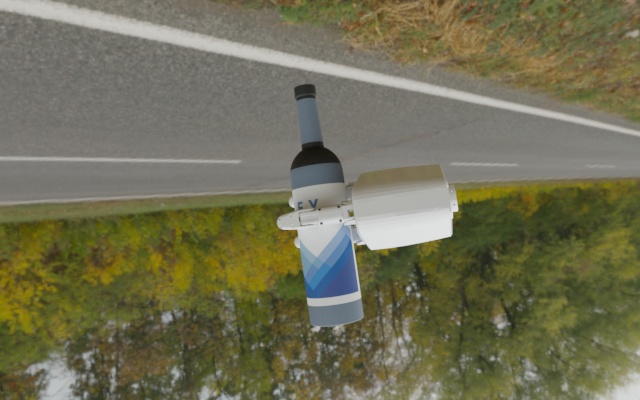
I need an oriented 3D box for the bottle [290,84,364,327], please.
[{"bbox_3d":[0.000,0.002,0.596,0.069,0.295,0.069,-8,-3,0],"label":"bottle"}]
